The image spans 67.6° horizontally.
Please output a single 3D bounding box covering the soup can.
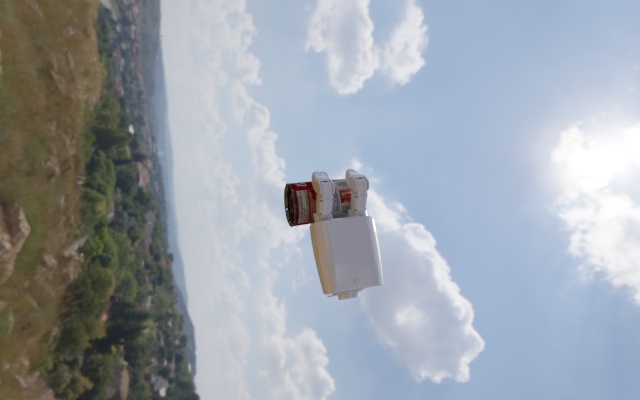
[{"bbox_3d":[0.000,0.002,0.744,0.102,0.068,0.068,-6,2,-16],"label":"soup can"}]
